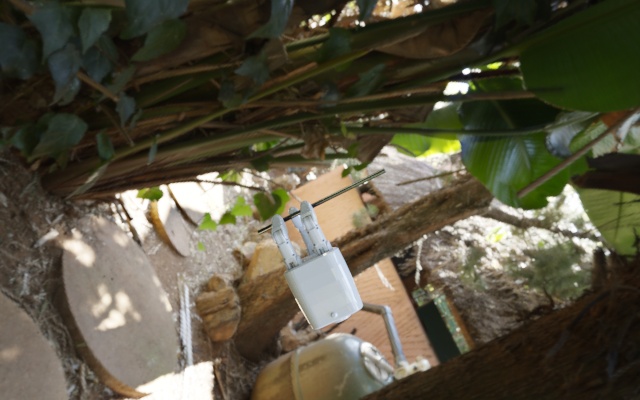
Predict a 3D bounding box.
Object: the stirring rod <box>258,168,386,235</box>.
[{"bbox_3d":[0.000,0.003,0.808,0.239,0.011,0.011,-26,-4,8],"label":"stirring rod"}]
